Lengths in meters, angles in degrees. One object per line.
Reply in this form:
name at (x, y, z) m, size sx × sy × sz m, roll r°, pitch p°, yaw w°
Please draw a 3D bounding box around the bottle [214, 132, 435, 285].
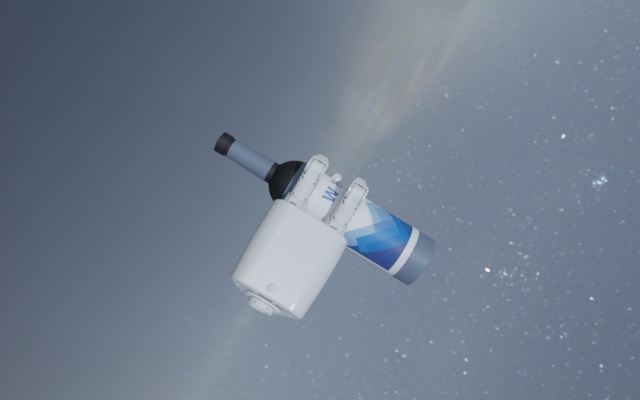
bottle at (0.000, 0.002, 0.599) m, size 0.296 × 0.069 × 0.069 m, roll 31°, pitch 0°, yaw -1°
